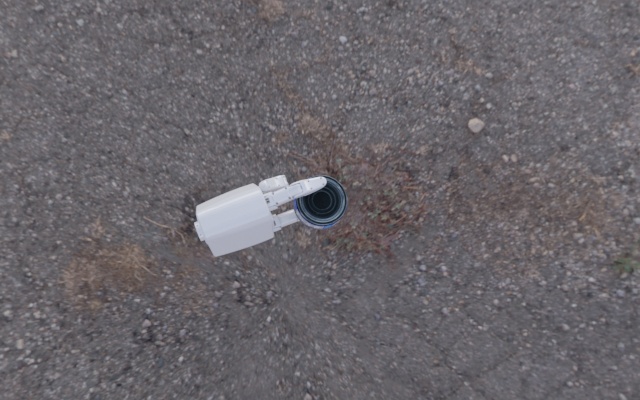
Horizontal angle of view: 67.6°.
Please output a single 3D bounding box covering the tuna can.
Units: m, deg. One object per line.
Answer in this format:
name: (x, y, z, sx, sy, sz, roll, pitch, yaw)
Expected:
tuna can: (0.000, 0.002, 0.774, 0.086, 0.086, 0.034, 0, -13, -10)
